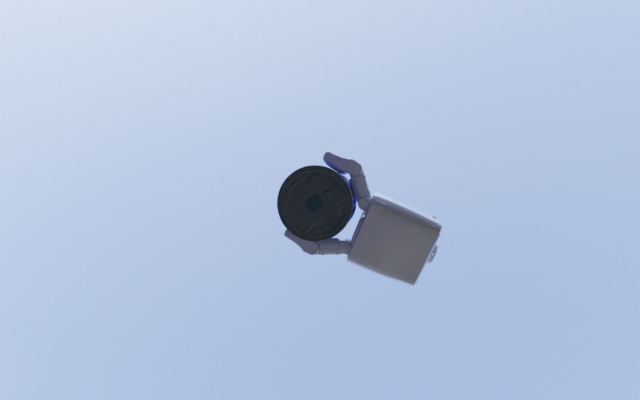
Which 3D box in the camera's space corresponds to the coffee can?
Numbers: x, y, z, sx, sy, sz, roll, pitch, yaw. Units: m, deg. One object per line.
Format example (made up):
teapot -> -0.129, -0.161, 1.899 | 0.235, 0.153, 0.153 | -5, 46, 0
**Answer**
coffee can -> 0.000, 0.002, 0.704 | 0.103, 0.103, 0.140 | 0, 2, 7
